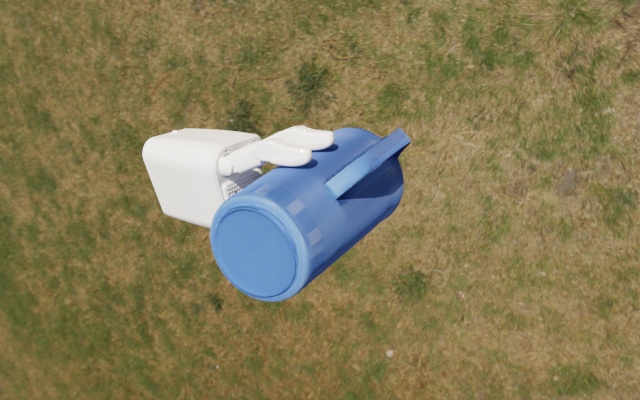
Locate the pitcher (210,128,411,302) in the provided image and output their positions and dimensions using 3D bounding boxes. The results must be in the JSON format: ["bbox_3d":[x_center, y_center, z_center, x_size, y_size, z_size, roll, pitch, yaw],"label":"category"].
[{"bbox_3d":[0.000,0.002,0.522,0.145,0.149,0.242,12,24,24],"label":"pitcher"}]
